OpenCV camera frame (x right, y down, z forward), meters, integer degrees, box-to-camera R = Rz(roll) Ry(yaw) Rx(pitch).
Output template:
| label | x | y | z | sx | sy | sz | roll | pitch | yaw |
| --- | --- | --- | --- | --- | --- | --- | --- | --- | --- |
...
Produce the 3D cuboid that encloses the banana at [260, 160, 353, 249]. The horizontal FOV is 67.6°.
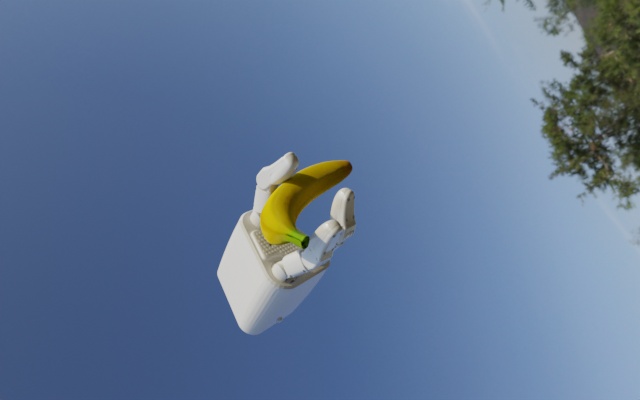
| label | x | y | z | sx | sy | sz | roll | pitch | yaw |
| --- | --- | --- | --- | --- | --- | --- | --- | --- | --- |
| banana | -0.019 | 0.000 | 0.520 | 0.069 | 0.037 | 0.197 | 11 | 30 | 12 |
